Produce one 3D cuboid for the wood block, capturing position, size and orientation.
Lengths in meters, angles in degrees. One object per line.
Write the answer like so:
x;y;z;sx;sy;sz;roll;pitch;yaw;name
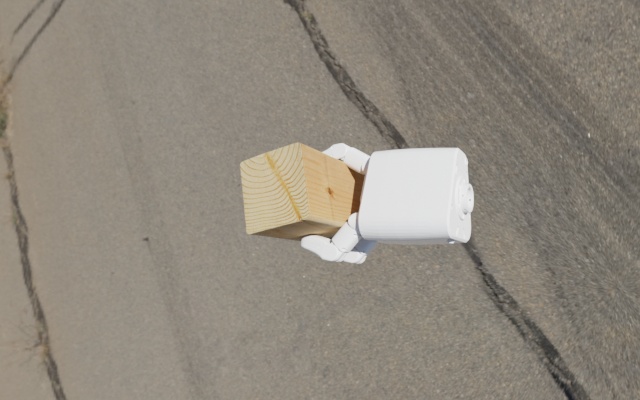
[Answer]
0.000;0.002;0.621;0.090;0.090;0.206;-15;-17;29;wood block
